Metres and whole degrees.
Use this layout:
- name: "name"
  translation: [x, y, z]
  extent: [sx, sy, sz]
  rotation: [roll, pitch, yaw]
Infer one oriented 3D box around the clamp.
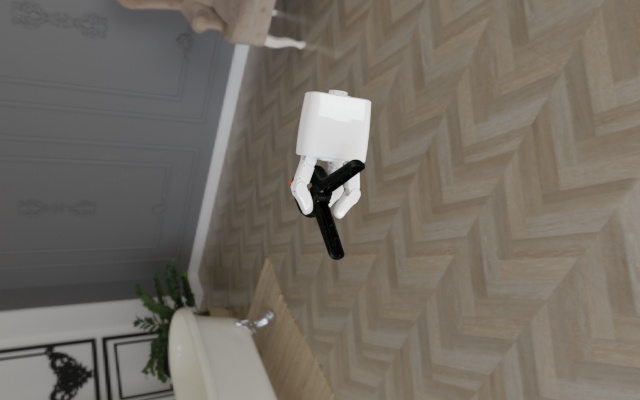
- name: "clamp"
  translation: [-0.001, 0.002, 0.827]
  extent: [0.036, 0.164, 0.210]
  rotation: [7, 6, -30]
